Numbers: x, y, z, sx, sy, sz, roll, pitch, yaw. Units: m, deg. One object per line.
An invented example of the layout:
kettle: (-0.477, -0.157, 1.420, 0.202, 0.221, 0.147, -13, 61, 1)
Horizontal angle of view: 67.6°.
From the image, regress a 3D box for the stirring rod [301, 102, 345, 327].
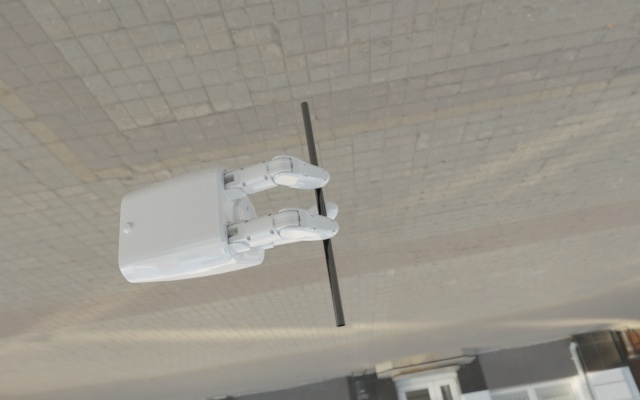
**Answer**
stirring rod: (0.000, 0.001, 0.464, 0.011, 0.239, 0.011, -7, -27, -4)
